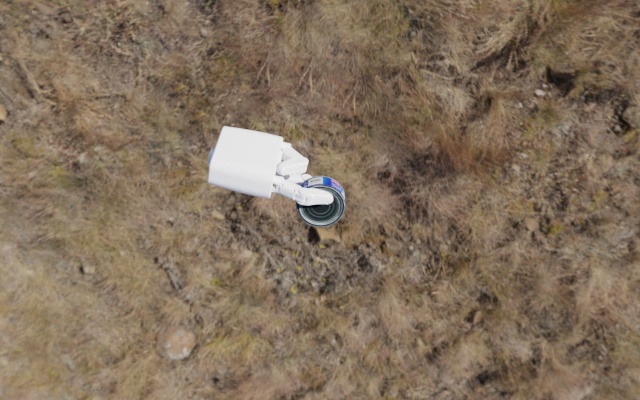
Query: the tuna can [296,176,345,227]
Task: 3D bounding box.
[{"bbox_3d":[0.000,0.003,0.820,0.086,0.086,0.033,0,31,-1],"label":"tuna can"}]
